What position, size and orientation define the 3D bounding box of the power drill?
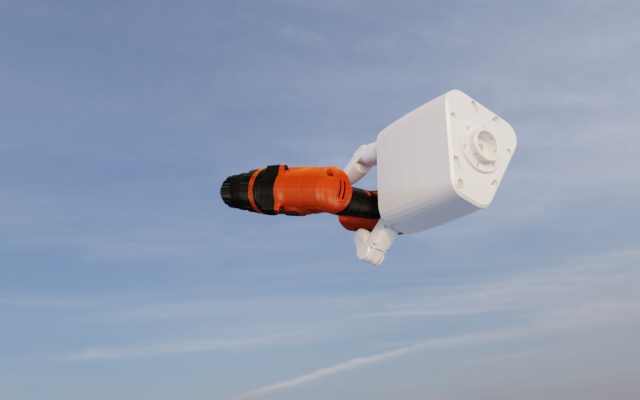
[{"bbox_3d":[0.001,0.002,0.557,0.184,0.057,0.188,3,-6,44],"label":"power drill"}]
